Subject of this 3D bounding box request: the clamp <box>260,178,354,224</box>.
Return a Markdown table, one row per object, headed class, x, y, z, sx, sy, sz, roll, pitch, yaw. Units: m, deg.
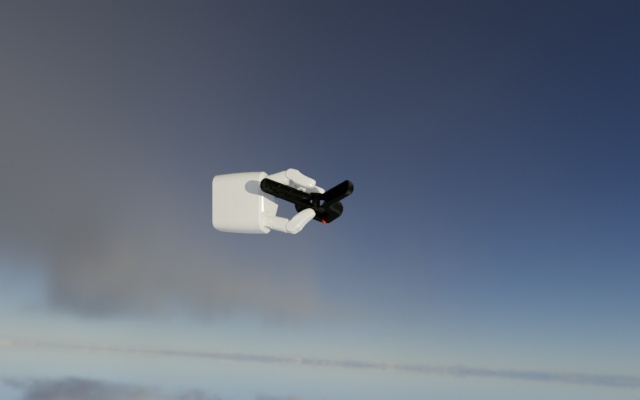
| class | x | y | z | sx | sy | sz | roll | pitch | yaw |
| --- | --- | --- | --- | --- | --- | --- | --- | --- | --- |
| clamp | 0.000 | 0.004 | 0.898 | 0.164 | 0.036 | 0.210 | 1 | -19 | 19 |
